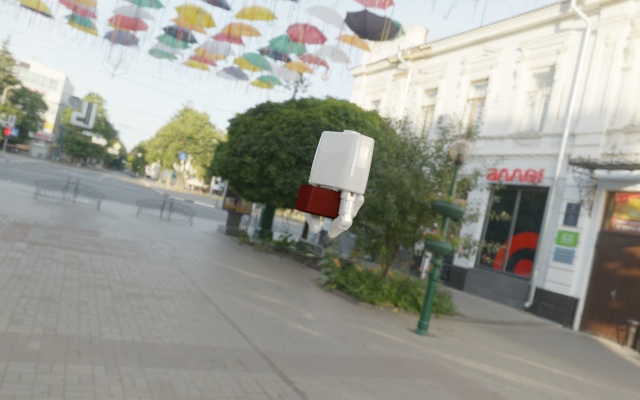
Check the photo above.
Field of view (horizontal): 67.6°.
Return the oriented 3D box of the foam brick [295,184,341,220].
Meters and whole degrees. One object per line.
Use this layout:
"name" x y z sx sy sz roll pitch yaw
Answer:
"foam brick" 0.000 0.003 0.893 0.078 0.051 0.053 14 -1 -28
